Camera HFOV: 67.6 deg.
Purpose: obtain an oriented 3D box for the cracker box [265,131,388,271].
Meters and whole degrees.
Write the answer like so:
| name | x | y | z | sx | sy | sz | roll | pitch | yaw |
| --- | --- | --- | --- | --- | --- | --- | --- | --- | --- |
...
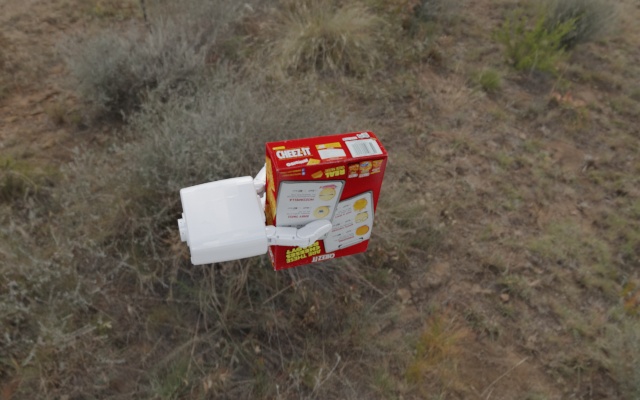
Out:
| name | x | y | z | sx | sy | sz | roll | pitch | yaw |
| --- | --- | --- | --- | --- | --- | --- | --- | --- | --- |
| cracker box | 0.000 | 0.002 | 0.735 | 0.164 | 0.214 | 0.072 | -10 | 46 | -16 |
